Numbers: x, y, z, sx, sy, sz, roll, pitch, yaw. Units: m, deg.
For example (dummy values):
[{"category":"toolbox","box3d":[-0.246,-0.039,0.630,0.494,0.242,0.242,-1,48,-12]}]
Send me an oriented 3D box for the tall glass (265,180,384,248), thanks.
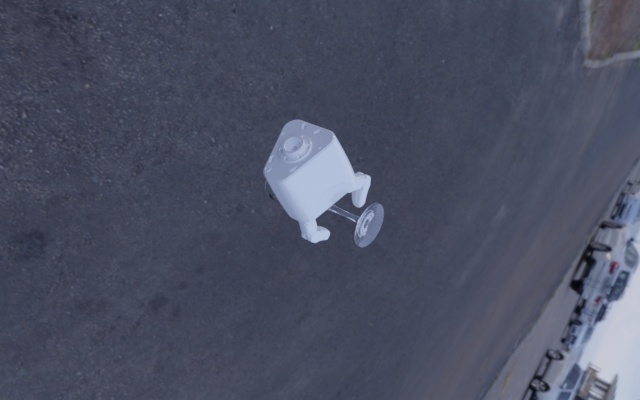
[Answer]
[{"category":"tall glass","box3d":[0.001,0.003,0.784,0.201,0.079,0.079,25,14,33]}]
